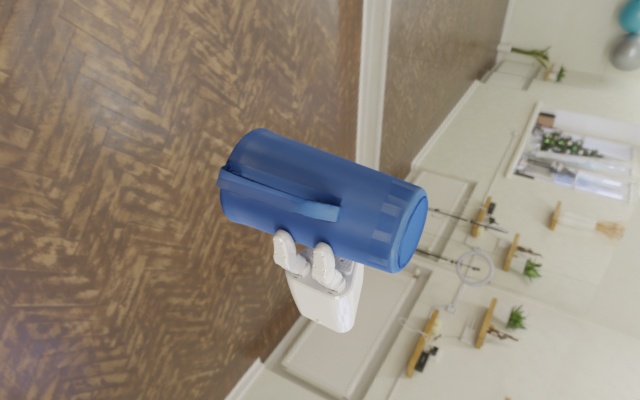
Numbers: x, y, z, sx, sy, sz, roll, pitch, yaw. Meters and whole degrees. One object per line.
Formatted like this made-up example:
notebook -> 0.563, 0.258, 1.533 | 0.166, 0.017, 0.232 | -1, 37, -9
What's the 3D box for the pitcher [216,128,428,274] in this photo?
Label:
pitcher -> 0.000, 0.002, 0.595 | 0.243, 0.145, 0.149 | 19, 52, 23
